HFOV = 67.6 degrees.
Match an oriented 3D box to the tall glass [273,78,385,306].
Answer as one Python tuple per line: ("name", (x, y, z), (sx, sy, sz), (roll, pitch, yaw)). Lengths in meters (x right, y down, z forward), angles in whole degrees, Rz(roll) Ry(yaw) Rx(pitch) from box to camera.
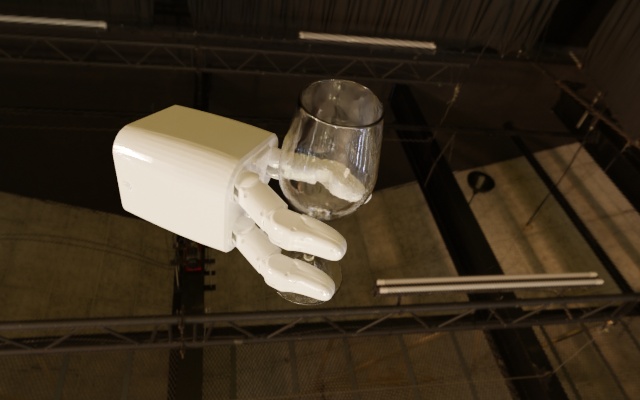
("tall glass", (0.000, 0.002, 0.401), (0.079, 0.201, 0.079), (6, 44, -6))
